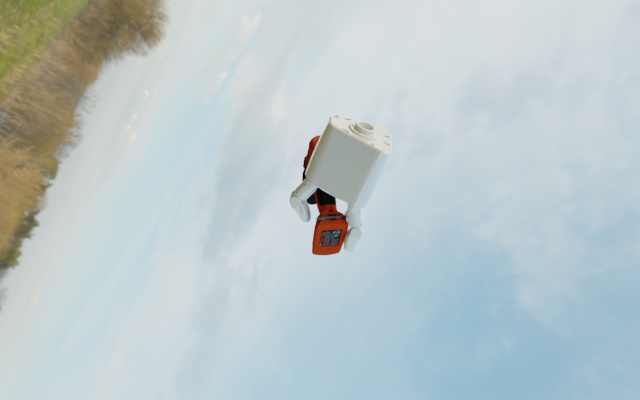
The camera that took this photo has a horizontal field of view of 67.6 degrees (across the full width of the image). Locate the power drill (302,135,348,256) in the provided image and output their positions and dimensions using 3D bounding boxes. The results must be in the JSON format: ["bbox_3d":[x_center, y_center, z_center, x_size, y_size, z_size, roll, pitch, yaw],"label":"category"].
[{"bbox_3d":[0.000,0.003,0.877,0.057,0.187,0.185,-5,-35,-9],"label":"power drill"}]
